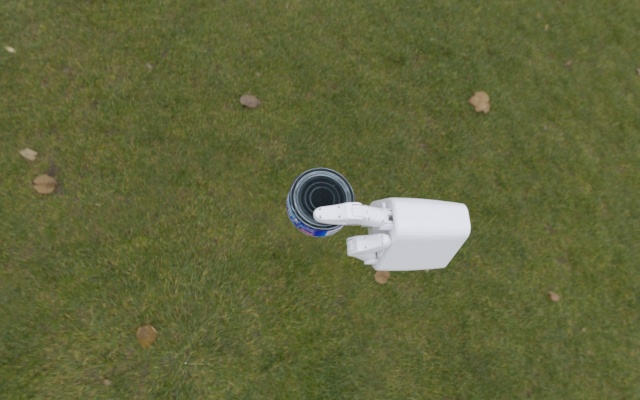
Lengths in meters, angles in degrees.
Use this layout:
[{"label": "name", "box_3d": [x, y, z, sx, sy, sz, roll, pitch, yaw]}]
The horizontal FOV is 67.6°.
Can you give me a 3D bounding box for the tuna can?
[{"label": "tuna can", "box_3d": [0.000, 0.002, 0.613, 0.086, 0.086, 0.034, 0, -18, -10]}]
